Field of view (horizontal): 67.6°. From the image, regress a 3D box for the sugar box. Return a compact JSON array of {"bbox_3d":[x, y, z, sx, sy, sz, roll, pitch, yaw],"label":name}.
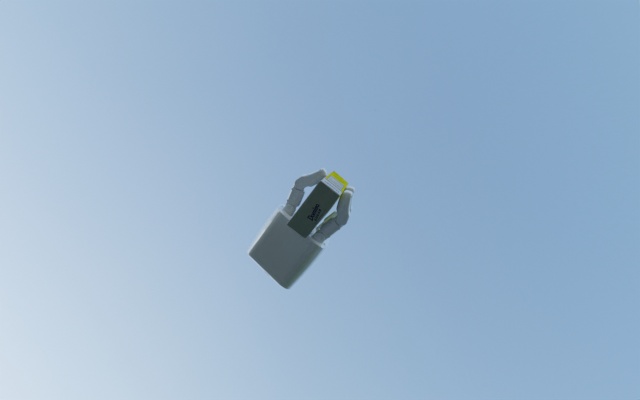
[{"bbox_3d":[0.000,0.003,0.829,0.048,0.093,0.176,38,12,-1],"label":"sugar box"}]
